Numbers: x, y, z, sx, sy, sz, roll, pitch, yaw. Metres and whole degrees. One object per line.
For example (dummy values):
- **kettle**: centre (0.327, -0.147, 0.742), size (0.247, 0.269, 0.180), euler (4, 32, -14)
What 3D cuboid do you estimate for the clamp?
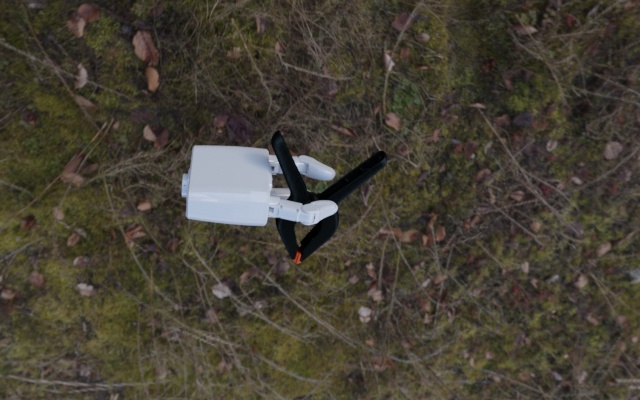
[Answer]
- **clamp**: centre (0.000, 0.003, 0.689), size (0.164, 0.210, 0.036), euler (4, 32, -13)
